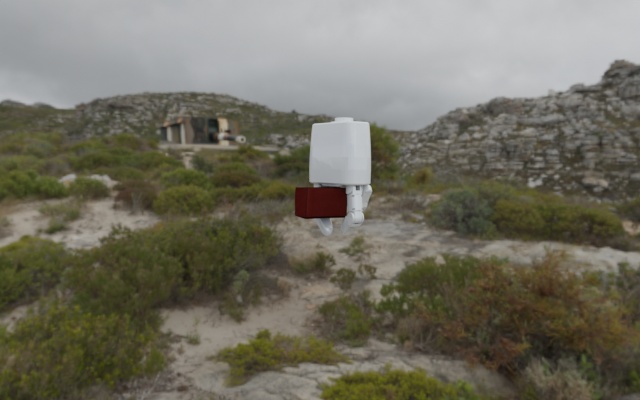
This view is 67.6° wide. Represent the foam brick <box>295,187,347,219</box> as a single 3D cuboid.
[{"bbox_3d":[0.000,0.003,0.818,0.078,0.051,0.053,-1,5,-26],"label":"foam brick"}]
